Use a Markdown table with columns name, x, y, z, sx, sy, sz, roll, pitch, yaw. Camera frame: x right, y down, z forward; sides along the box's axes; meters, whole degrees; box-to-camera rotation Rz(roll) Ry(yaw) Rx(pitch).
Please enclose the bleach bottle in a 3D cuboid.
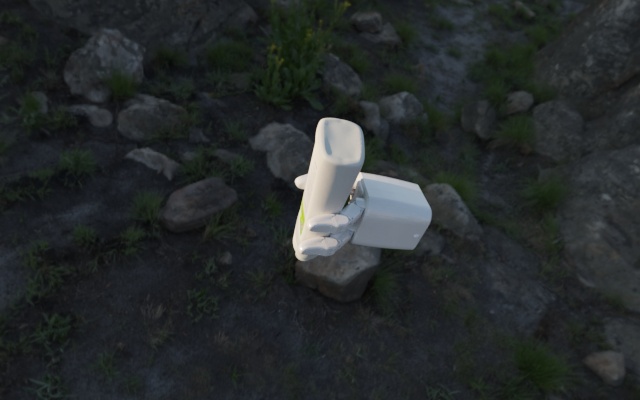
| name | x | y | z | sx | sy | sz | roll | pitch | yaw |
| --- | --- | --- | --- | --- | --- | --- | --- | --- | --- |
| bleach bottle | 0.000 | 0.002 | 0.737 | 0.068 | 0.102 | 0.251 | 10 | -44 | -10 |
